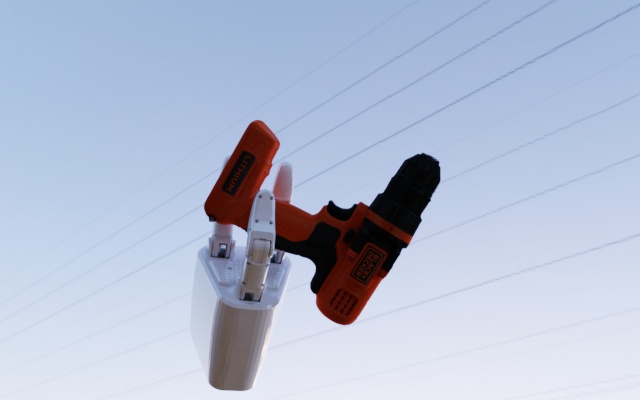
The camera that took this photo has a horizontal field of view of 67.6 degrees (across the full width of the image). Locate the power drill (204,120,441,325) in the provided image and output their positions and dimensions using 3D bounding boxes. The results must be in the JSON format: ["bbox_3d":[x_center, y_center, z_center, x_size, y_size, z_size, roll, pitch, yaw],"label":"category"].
[{"bbox_3d":[0.000,0.001,0.459,0.187,0.184,0.057,31,2,1],"label":"power drill"}]
